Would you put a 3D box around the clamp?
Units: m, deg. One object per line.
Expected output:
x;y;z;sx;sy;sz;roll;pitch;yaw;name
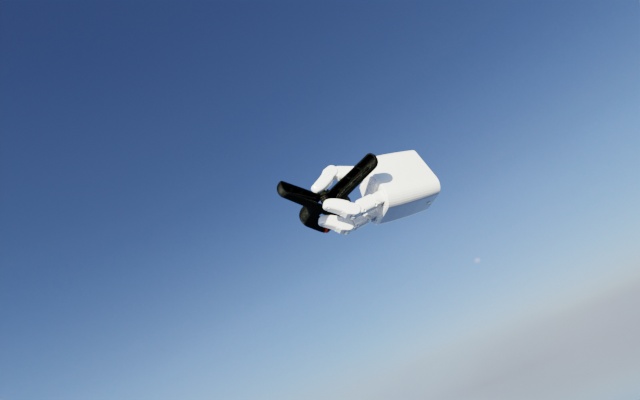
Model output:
0.000;0.002;0.805;0.164;0.036;0.210;-14;-27;-17;clamp
